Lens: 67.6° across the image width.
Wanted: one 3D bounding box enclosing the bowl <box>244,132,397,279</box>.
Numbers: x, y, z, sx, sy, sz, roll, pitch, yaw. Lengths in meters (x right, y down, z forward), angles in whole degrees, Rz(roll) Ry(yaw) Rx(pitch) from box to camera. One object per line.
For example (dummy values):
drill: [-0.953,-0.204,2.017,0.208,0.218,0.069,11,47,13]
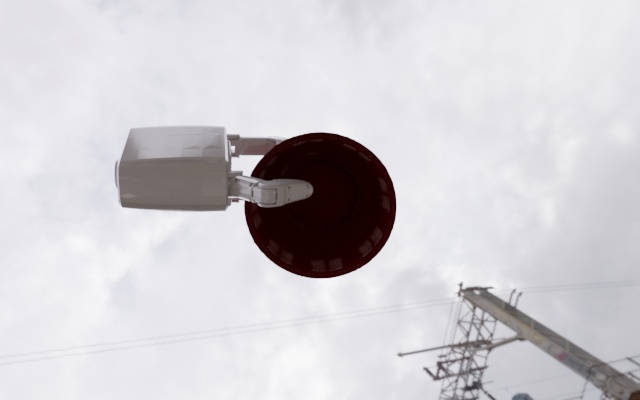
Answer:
bowl: [0.001,0.002,0.526,0.162,0.162,0.055,0,16,1]
